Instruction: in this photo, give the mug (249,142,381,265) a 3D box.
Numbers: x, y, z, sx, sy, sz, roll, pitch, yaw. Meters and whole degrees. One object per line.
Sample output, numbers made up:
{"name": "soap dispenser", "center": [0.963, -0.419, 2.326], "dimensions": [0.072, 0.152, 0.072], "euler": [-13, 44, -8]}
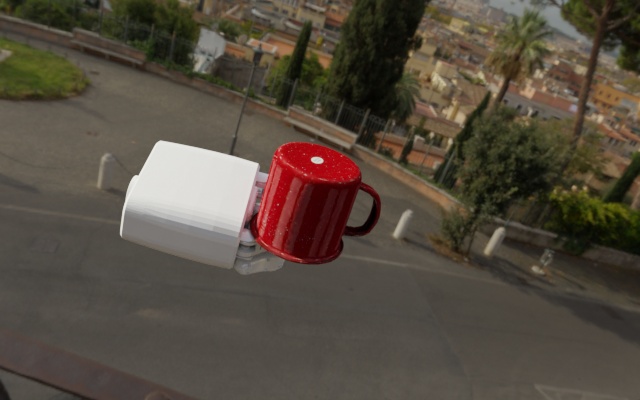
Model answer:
{"name": "mug", "center": [0.002, 0.002, 0.442], "dimensions": [0.117, 0.081, 0.093], "euler": [13, 27, -10]}
